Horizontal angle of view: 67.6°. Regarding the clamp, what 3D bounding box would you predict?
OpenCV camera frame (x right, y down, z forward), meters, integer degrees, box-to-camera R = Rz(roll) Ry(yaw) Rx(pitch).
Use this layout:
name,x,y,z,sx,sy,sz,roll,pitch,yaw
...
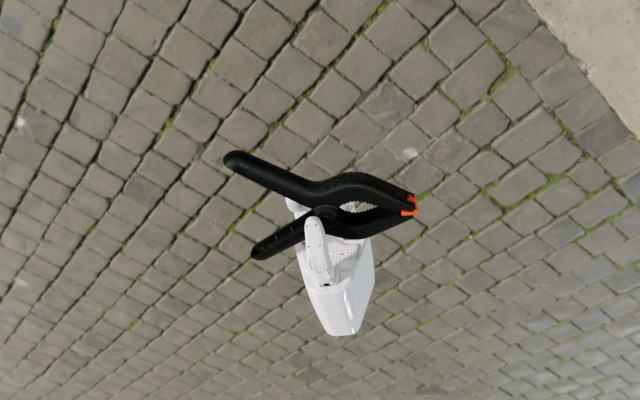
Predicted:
name,x,y,z,sx,sy,sz,roll,pitch,yaw
clamp,0.001,0.002,0.529,0.210,0.036,0.165,-7,-46,10
